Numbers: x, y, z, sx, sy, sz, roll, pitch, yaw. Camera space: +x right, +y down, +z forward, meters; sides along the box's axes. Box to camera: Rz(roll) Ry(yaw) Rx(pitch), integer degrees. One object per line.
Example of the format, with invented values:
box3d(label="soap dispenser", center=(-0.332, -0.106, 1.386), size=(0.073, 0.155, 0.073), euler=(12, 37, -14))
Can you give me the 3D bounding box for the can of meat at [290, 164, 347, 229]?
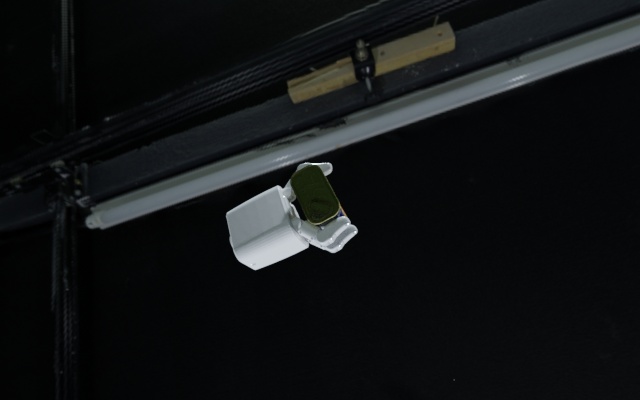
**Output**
box3d(label="can of meat", center=(0.000, 0.003, 0.800), size=(0.057, 0.102, 0.084), euler=(-29, -25, 3))
